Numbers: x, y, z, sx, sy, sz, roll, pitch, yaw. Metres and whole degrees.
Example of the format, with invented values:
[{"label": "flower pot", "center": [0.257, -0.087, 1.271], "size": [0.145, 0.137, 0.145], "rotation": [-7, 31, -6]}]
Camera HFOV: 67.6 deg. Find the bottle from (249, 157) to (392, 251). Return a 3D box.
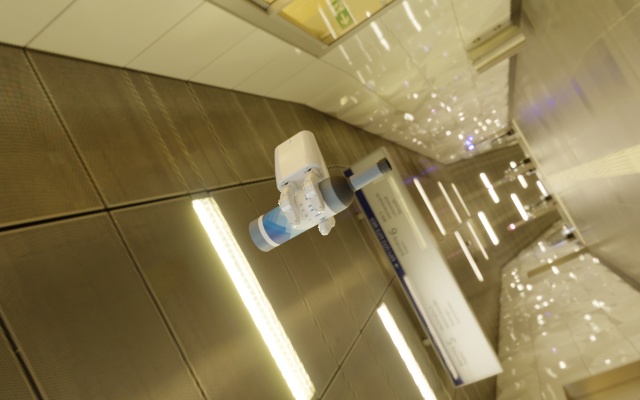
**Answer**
[{"label": "bottle", "center": [0.000, 0.003, 0.897], "size": [0.296, 0.069, 0.069], "rotation": [-29, -11, 19]}]
